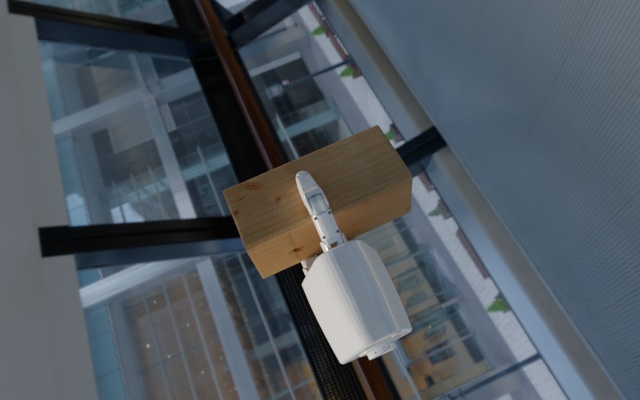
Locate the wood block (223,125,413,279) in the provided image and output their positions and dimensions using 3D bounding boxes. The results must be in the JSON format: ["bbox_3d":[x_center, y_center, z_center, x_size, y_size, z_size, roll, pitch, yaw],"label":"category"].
[{"bbox_3d":[0.000,0.002,0.590,0.206,0.090,0.091,-24,-32,-6],"label":"wood block"}]
